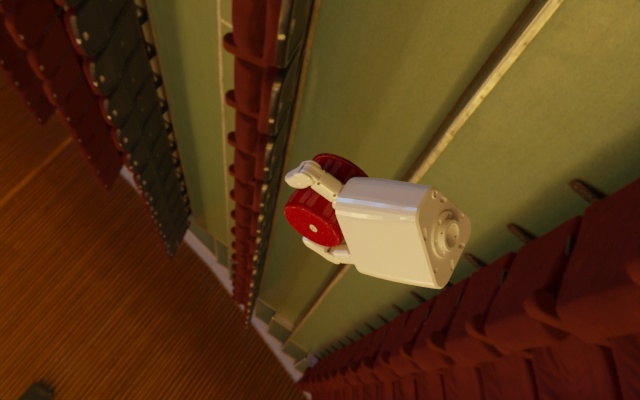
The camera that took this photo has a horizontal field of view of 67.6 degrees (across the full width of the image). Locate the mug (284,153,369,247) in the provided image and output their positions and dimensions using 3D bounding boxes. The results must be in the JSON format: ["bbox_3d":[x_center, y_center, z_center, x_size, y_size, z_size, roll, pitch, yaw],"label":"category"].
[{"bbox_3d":[-0.001,0.002,0.597,0.117,0.081,0.093,6,-37,45],"label":"mug"}]
